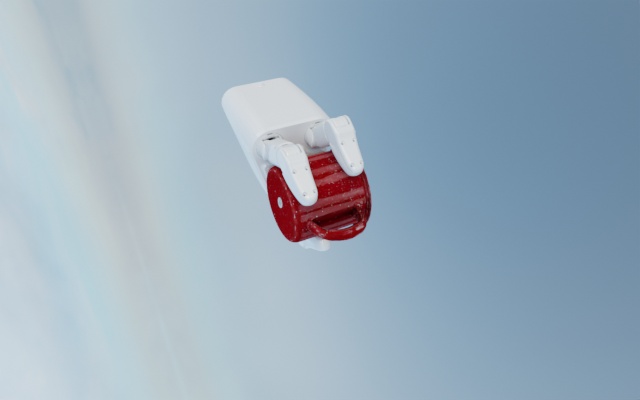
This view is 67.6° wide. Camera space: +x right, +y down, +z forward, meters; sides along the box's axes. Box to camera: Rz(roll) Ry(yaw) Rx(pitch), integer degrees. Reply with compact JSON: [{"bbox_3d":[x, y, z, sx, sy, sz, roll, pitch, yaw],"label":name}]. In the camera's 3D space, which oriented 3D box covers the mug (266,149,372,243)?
[{"bbox_3d":[0.001,0.003,0.487,0.081,0.093,0.117,-17,44,-21],"label":"mug"}]
